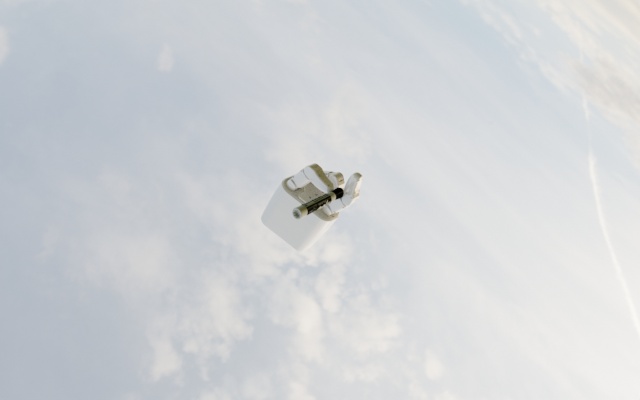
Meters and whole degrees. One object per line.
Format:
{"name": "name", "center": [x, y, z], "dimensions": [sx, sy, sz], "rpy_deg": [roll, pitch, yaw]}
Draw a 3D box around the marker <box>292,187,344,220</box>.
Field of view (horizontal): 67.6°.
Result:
{"name": "marker", "center": [0.000, 0.002, 0.762], "dimensions": [0.020, 0.020, 0.121], "rpy_deg": [0, 17, 38]}
